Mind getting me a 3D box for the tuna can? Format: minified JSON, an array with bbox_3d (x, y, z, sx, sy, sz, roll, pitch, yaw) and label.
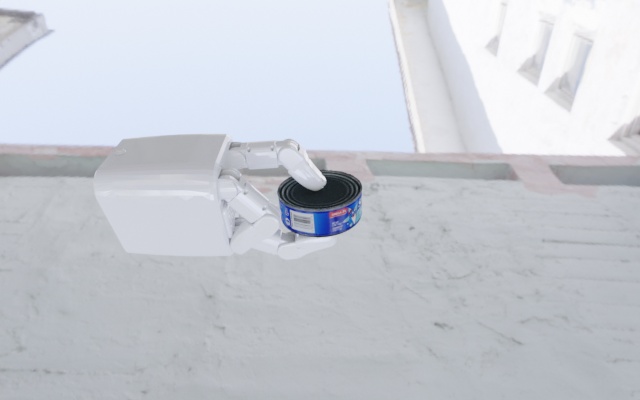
[{"bbox_3d":[0.000,0.002,0.488,0.086,0.034,0.086,-3,29,2],"label":"tuna can"}]
